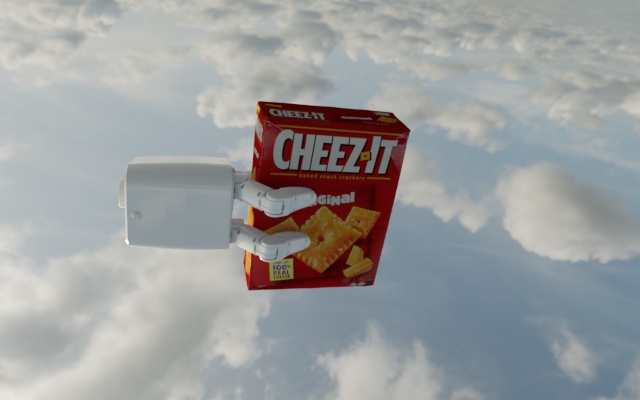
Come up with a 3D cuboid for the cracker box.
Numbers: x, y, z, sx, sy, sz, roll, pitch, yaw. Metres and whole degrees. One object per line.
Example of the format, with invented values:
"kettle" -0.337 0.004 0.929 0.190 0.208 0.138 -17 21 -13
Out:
"cracker box" 0.000 0.002 0.563 0.164 0.214 0.072 2 27 -16
